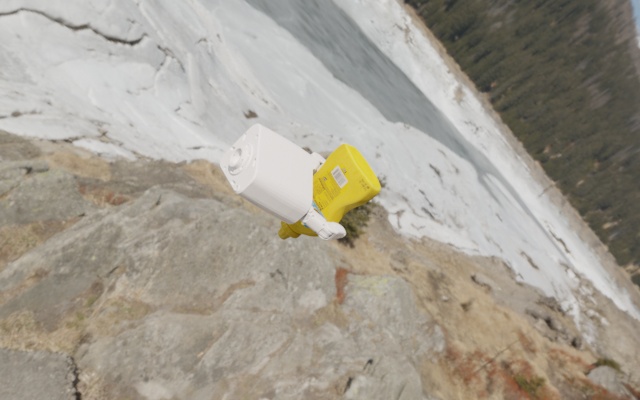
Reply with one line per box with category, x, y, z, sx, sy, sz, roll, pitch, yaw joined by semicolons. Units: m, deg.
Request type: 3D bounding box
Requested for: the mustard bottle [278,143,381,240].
mustard bottle;0.001;0.002;0.772;0.192;0.096;0.058;-40;-25;23
